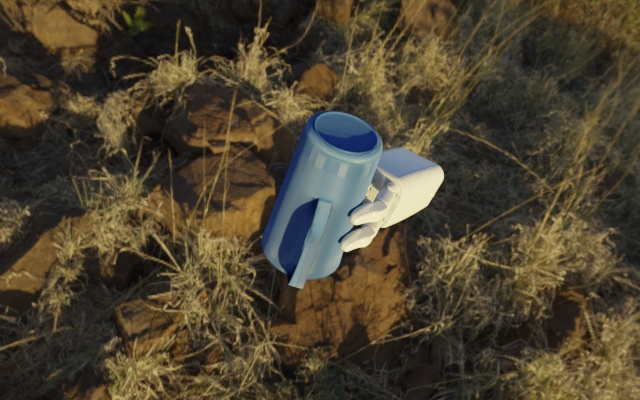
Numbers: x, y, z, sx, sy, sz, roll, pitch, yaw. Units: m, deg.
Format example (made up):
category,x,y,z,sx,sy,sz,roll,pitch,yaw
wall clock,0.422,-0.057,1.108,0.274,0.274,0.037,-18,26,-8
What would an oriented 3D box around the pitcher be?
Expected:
category,x,y,z,sx,sy,sz,roll,pitch,yaw
pitcher,0.000,0.002,0.693,0.145,0.243,0.149,-18,54,-35
